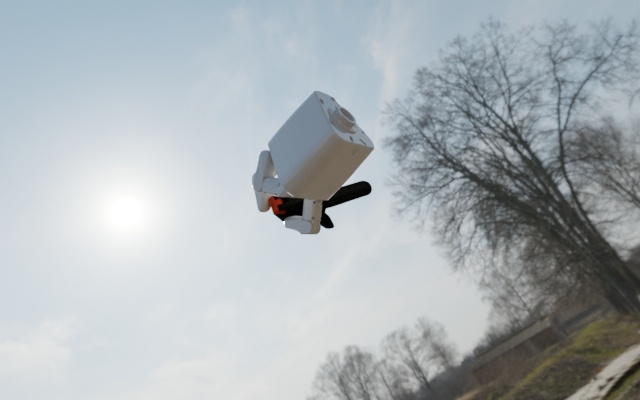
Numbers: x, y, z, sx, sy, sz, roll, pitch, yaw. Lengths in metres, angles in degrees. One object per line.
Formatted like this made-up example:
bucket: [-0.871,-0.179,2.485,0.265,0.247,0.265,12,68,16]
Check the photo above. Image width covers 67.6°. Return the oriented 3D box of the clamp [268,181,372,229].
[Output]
clamp: [0.000,0.002,0.743,0.171,0.039,0.120,6,-45,-51]
